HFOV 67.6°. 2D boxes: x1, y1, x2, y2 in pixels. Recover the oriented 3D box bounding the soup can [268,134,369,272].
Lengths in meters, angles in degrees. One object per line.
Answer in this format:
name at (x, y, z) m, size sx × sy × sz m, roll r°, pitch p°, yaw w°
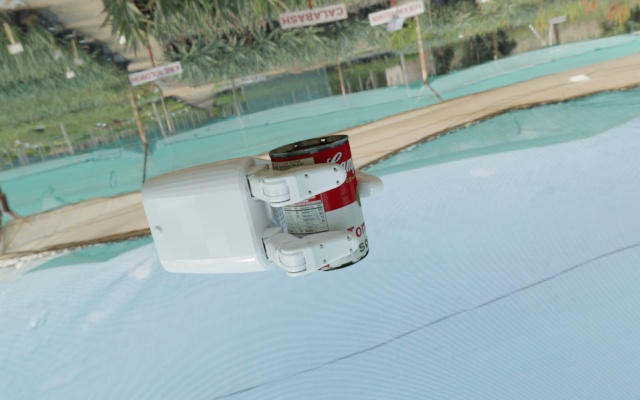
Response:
soup can at (0.001, 0.002, 0.405) m, size 0.068 × 0.102 × 0.068 m, roll -11°, pitch 13°, yaw 3°
